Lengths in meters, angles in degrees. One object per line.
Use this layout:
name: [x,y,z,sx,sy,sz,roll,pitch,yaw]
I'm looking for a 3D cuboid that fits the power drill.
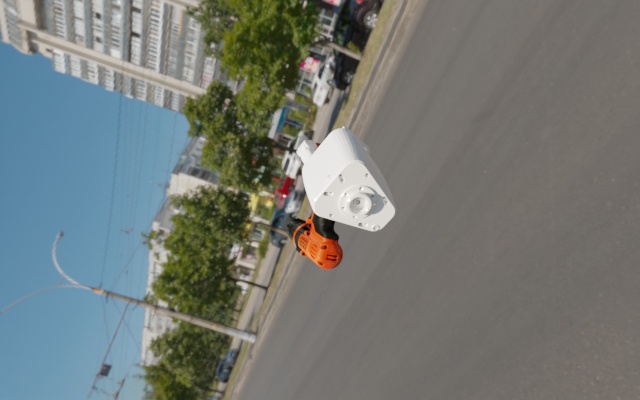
power drill: [0.000,0.002,0.793,0.057,0.188,0.184,8,10,-25]
